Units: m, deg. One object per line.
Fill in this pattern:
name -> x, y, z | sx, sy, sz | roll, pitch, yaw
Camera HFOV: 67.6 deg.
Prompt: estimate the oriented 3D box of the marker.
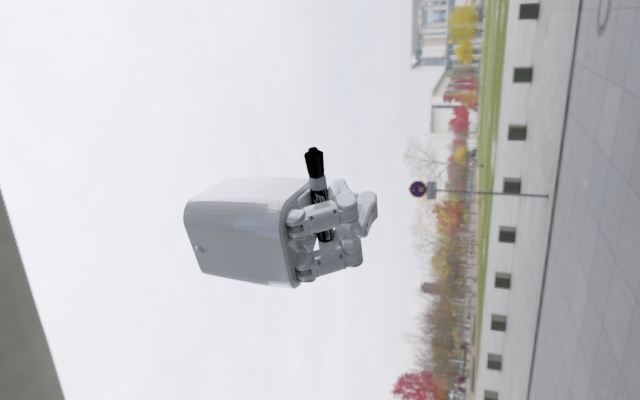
marker -> 0.000, 0.002, 0.480 | 0.020, 0.121, 0.020 | -6, 34, 4
